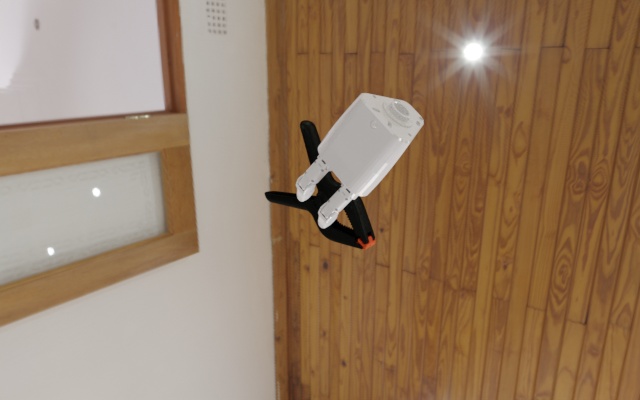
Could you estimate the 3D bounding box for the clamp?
[{"bbox_3d":[0.001,0.003,0.749,0.036,0.210,0.165,-21,-23,-48],"label":"clamp"}]
